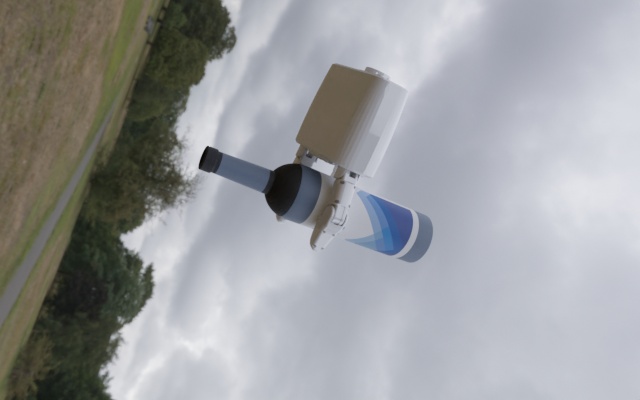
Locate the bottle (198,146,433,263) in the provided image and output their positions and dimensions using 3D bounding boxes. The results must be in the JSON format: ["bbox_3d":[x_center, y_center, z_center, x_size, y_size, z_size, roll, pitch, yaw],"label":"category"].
[{"bbox_3d":[0.000,0.002,0.569,0.296,0.069,0.069,21,-9,-24],"label":"bottle"}]
